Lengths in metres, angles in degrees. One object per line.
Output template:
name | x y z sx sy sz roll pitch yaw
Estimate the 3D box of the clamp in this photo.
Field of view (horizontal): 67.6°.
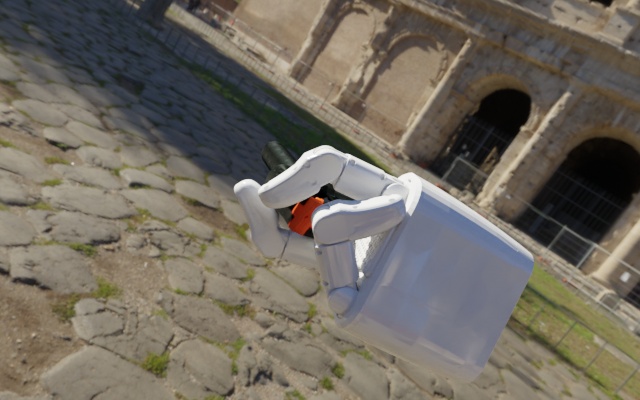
clamp | 0.000 0.001 0.409 0.120 0.039 0.171 29 13 -13
